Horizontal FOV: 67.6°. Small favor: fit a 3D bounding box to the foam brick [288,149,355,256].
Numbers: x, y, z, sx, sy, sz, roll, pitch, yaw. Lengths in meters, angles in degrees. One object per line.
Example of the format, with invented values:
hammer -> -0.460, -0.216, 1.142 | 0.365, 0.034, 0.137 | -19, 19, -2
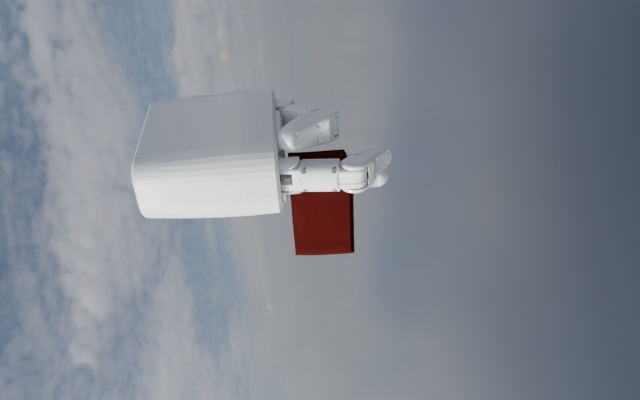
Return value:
foam brick -> 0.000, 0.002, 0.412 | 0.051, 0.078, 0.053 | -5, 27, -4
